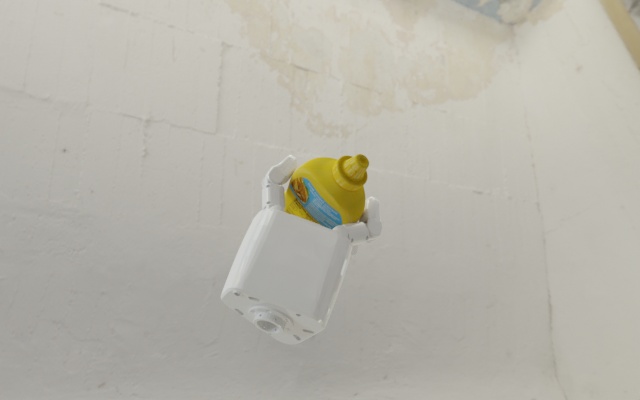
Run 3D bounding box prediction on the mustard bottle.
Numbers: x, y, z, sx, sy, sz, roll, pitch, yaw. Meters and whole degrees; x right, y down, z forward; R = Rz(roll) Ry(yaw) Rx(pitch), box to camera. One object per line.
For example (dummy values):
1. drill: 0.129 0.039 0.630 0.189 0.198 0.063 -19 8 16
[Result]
1. mustard bottle: 0.000 0.002 0.588 0.058 0.096 0.192 -39 -4 -41
